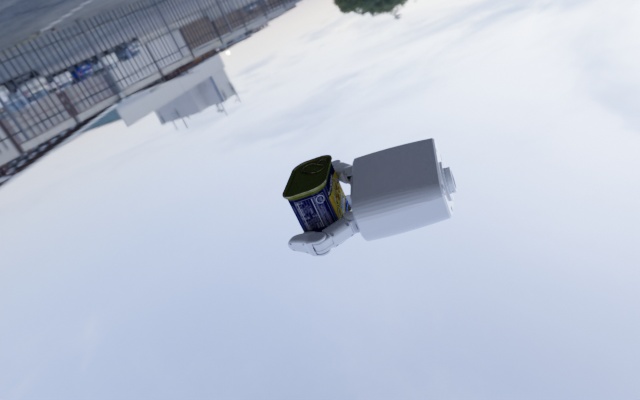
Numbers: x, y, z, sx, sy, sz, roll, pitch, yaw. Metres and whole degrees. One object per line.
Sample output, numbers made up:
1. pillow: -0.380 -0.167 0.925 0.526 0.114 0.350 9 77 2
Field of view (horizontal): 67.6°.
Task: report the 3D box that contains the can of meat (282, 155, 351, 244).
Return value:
1. can of meat: 0.000 0.002 0.609 0.057 0.084 0.102 -18 25 16
